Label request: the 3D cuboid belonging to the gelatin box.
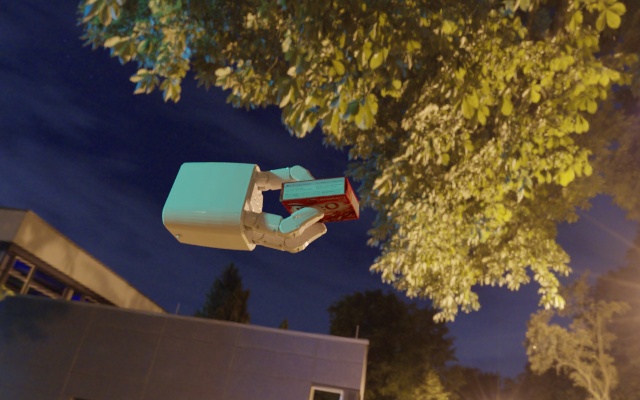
[{"bbox_3d":[0.000,0.002,0.627,0.089,0.030,0.073,-6,-29,15],"label":"gelatin box"}]
